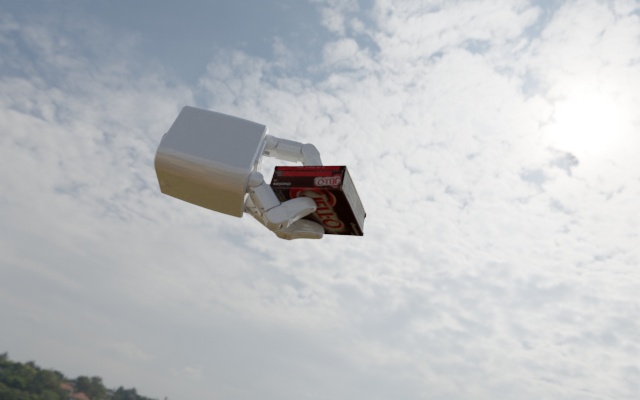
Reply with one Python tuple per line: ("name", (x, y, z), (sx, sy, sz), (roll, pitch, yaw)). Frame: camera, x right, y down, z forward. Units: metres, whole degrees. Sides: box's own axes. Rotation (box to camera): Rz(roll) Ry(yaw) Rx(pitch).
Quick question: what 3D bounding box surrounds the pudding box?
("pudding box", (0.000, 0.002, 0.578), (0.090, 0.039, 0.114), (2, -29, 21))
